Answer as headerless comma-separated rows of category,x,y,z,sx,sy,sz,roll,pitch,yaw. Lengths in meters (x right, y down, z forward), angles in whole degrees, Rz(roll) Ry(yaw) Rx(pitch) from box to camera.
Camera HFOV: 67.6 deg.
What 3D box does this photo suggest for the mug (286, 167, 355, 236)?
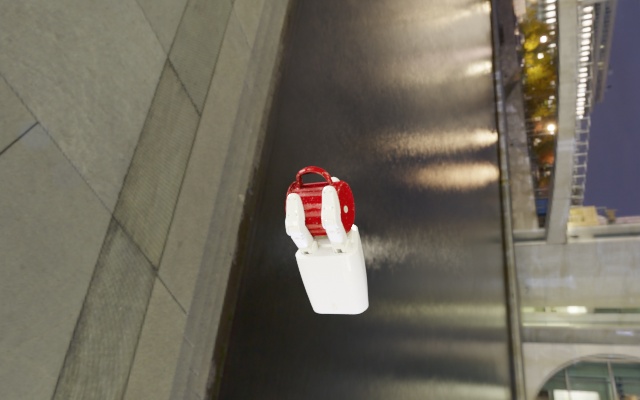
mug,0.000,0.001,0.733,0.081,0.117,0.093,-5,24,23
